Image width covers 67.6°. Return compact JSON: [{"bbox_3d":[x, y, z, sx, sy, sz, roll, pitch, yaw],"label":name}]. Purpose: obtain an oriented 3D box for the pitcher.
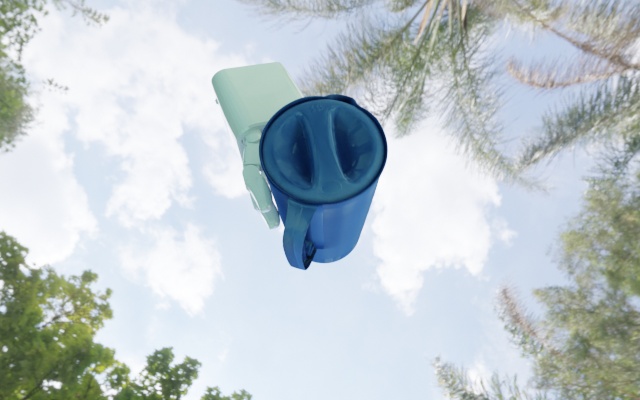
[{"bbox_3d":[0.000,0.002,0.590,0.149,0.145,0.243,-27,-23,-11],"label":"pitcher"}]
